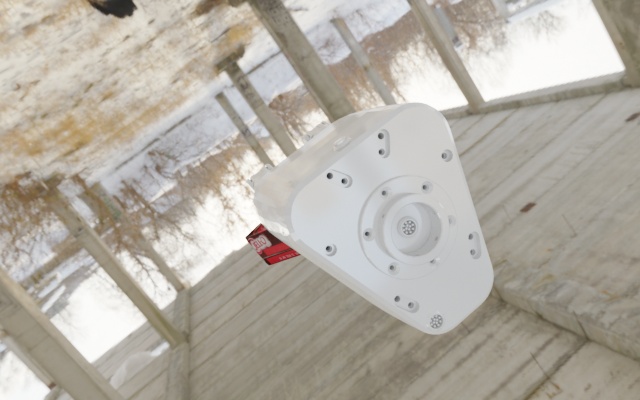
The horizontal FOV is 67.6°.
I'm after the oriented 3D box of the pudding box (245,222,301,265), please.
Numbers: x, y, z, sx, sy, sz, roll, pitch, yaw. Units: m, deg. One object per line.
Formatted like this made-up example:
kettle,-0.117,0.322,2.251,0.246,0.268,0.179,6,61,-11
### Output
pudding box,0.000,0.001,0.404,0.113,0.039,0.090,-43,12,-36
